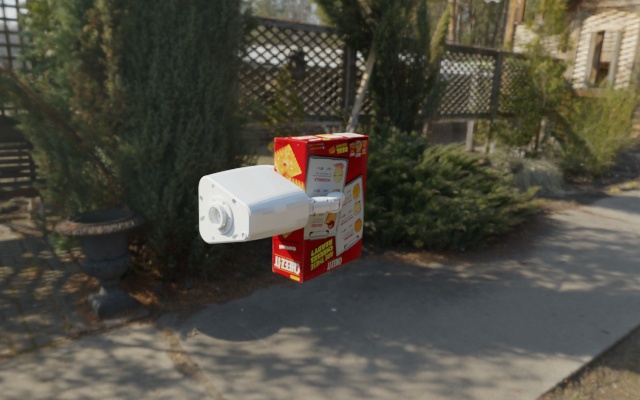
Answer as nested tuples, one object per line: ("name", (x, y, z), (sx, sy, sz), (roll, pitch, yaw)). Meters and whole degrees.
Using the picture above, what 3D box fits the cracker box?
("cracker box", (0.000, 0.002, 0.767), (0.072, 0.214, 0.164), (14, 18, 36))
